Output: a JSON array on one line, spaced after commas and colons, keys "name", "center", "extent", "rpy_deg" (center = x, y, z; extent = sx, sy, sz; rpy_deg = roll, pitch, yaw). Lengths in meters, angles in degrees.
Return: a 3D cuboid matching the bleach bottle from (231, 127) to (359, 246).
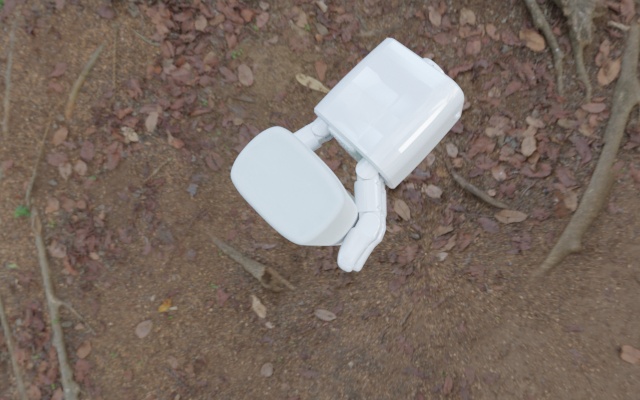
[{"name": "bleach bottle", "center": [0.000, 0.002, 0.505], "extent": [0.102, 0.068, 0.251], "rpy_deg": [46, 5, 13]}]
